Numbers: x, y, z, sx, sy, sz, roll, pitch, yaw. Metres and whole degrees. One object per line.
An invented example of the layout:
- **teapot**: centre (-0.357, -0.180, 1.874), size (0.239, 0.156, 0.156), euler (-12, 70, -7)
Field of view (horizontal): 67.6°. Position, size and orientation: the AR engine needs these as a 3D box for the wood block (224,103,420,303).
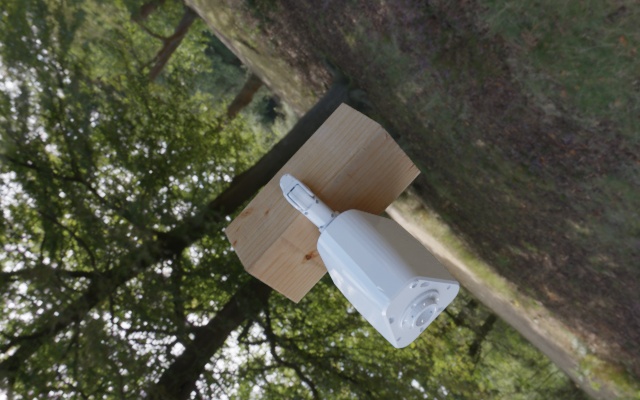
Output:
- **wood block**: centre (0.000, 0.002, 0.550), size (0.091, 0.206, 0.090), euler (42, 3, -37)
